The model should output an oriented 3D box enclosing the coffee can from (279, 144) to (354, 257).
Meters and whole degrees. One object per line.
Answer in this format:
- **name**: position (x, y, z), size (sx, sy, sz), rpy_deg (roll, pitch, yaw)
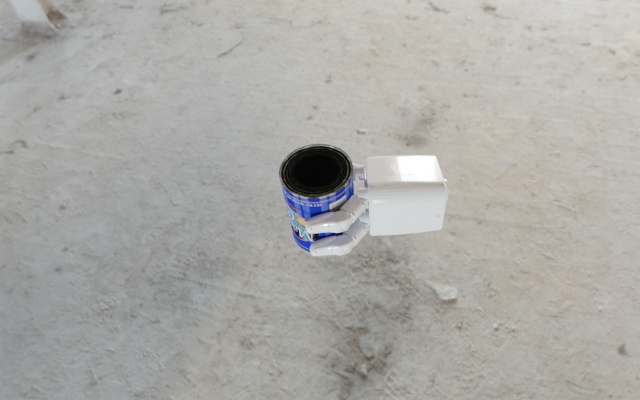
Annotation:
- **coffee can**: position (0.000, 0.002, 0.703), size (0.103, 0.102, 0.140), rpy_deg (0, -40, 7)
